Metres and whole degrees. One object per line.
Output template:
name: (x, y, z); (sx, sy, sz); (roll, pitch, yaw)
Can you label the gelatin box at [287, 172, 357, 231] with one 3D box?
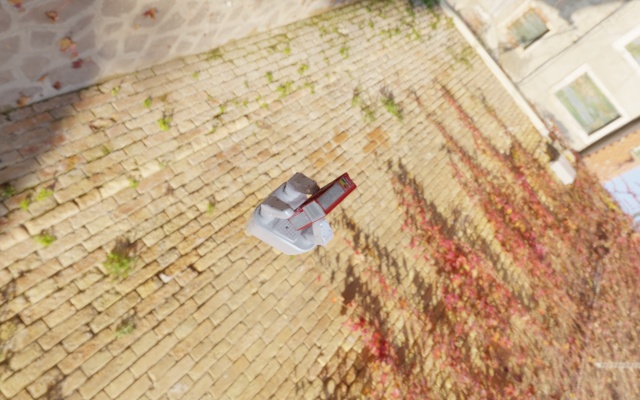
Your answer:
gelatin box: (0.001, 0.002, 0.676); (0.073, 0.030, 0.089); (-41, 6, -34)
